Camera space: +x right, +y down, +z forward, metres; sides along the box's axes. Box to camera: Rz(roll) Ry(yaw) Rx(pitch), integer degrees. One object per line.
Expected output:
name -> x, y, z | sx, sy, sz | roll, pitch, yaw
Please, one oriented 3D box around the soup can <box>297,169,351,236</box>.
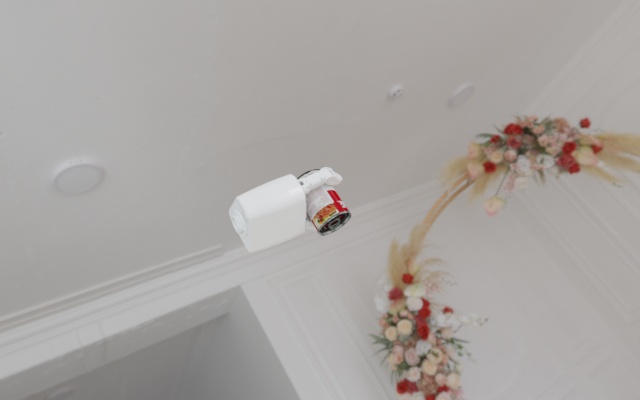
soup can -> 0.000, 0.002, 0.855 | 0.068, 0.102, 0.068 | -28, -23, -13
